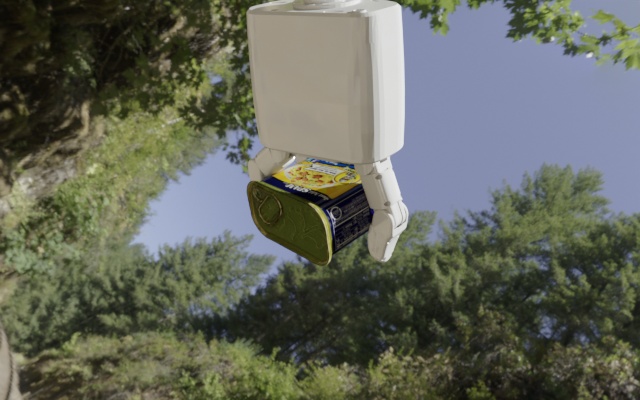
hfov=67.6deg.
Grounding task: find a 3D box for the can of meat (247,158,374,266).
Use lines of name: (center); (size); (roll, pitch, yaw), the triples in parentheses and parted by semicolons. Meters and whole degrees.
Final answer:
can of meat: (0.000, 0.001, 0.418); (0.084, 0.057, 0.102); (-30, 35, -35)
